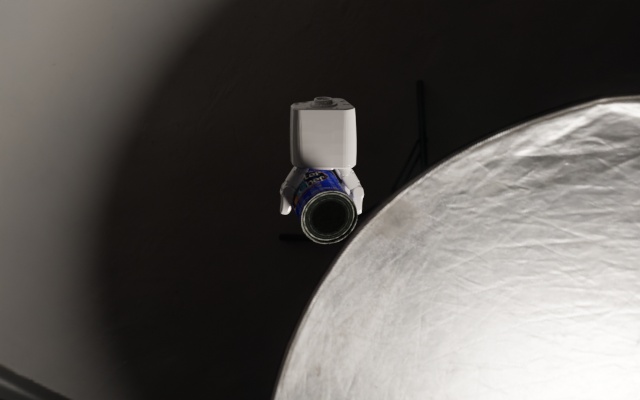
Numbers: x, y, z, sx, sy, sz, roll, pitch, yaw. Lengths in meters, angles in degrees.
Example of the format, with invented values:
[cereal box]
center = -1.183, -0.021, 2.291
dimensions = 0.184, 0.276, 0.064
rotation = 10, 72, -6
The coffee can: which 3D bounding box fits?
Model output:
[coffee can]
center = 0.000, 0.003, 0.888
dimensions = 0.103, 0.103, 0.140
rotation = 0, 23, -14
